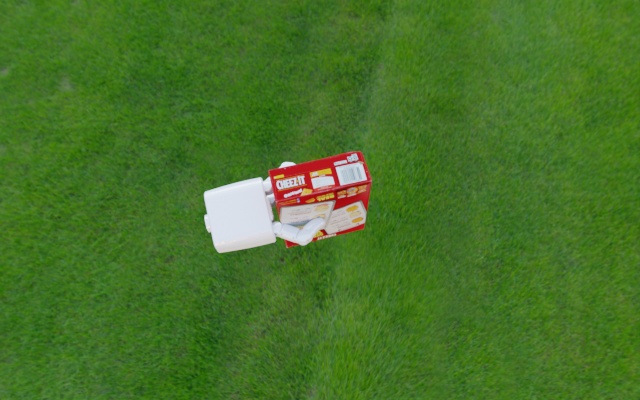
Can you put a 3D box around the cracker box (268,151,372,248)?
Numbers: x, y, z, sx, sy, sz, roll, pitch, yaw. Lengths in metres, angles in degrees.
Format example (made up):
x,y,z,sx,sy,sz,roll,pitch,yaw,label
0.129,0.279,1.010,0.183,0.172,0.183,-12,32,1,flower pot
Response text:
x,y,z,sx,sy,sz,roll,pitch,yaw,label
0.000,0.003,0.878,0.164,0.072,0.214,-13,-25,-5,cracker box
